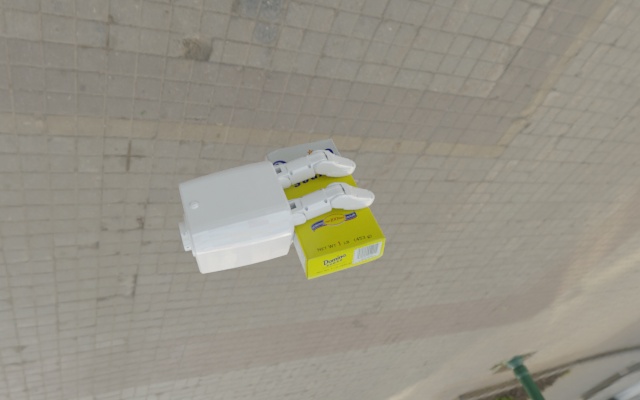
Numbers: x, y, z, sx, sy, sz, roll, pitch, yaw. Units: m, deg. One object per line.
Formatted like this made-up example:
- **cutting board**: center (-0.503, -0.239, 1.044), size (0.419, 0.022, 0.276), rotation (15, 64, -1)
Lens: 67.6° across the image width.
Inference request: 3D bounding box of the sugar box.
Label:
- **sugar box**: center (0.000, 0.002, 0.574), size (0.093, 0.176, 0.048), rotation (-14, -38, -14)
